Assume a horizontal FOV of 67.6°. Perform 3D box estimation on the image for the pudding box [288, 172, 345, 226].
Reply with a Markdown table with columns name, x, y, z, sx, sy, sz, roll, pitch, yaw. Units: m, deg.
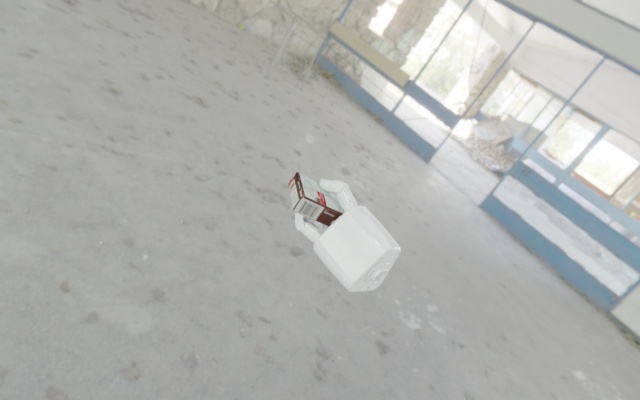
| name | x | y | z | sx | sy | sz | roll | pitch | yaw |
| --- | --- | --- | --- | --- | --- | --- | --- | --- | --- |
| pudding box | 0.000 | 0.003 | 0.878 | 0.113 | 0.039 | 0.090 | 26 | 24 | -25 |
